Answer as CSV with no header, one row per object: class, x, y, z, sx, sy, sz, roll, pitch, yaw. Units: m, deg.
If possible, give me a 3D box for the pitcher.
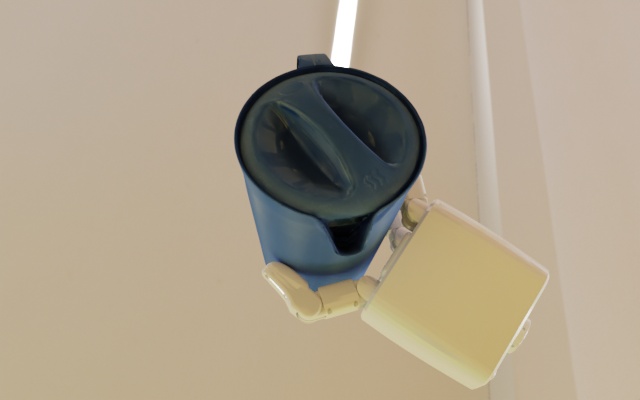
pitcher,0.000,0.002,0.433,0.145,0.149,0.243,32,-27,14
